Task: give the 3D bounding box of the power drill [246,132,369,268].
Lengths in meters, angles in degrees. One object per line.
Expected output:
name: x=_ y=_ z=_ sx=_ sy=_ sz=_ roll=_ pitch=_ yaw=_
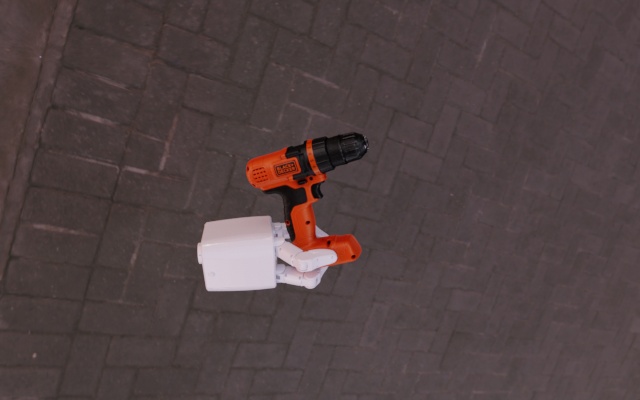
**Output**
power drill: x=0.000 y=0.003 z=0.708 sx=0.184 sy=0.188 sz=0.057 roll=-13 pitch=14 yaw=17
